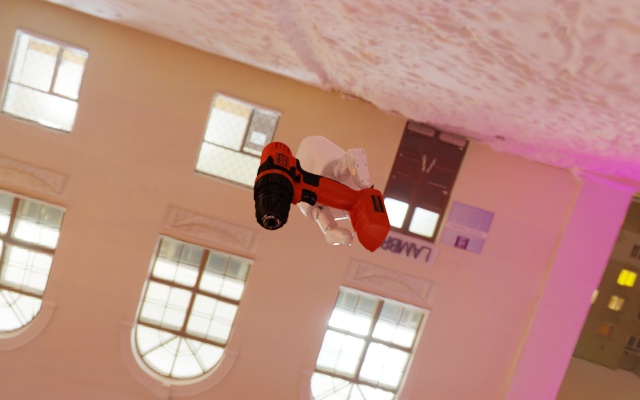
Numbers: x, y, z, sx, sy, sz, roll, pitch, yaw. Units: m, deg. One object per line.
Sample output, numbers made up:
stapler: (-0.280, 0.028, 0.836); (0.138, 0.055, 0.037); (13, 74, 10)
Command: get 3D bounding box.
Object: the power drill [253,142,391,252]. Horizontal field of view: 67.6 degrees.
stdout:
power drill: (0.000, 0.002, 0.640); (0.188, 0.057, 0.184); (24, 29, -17)
